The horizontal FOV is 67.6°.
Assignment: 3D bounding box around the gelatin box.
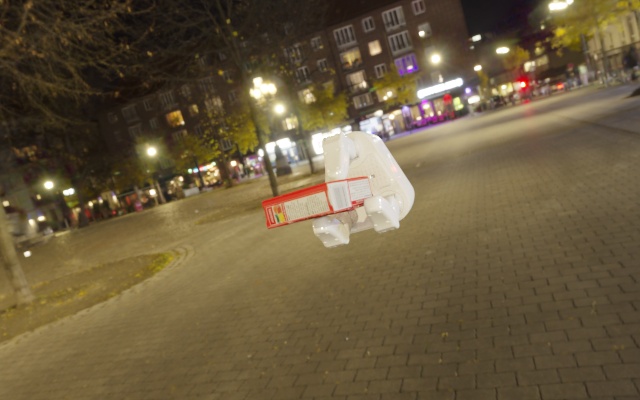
[{"bbox_3d":[0.000,0.001,0.456,0.073,0.030,0.089,-14,-1,30],"label":"gelatin box"}]
